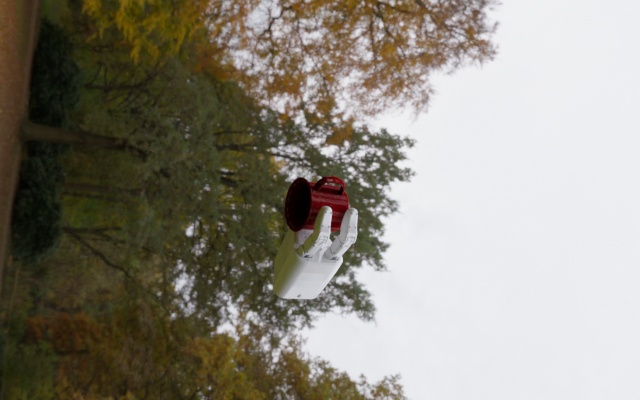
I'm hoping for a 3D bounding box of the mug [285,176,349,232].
[{"bbox_3d":[0.001,0.002,0.818,0.081,0.093,0.117,8,-49,-31],"label":"mug"}]
